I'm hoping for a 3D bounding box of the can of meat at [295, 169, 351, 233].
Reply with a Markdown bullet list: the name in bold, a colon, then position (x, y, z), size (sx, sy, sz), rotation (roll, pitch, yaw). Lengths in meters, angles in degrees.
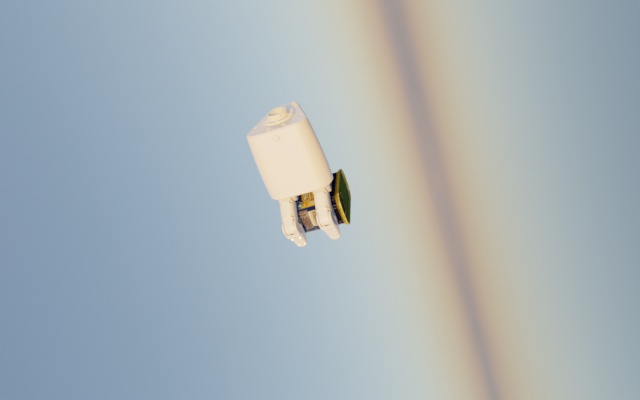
- **can of meat**: position (0.000, 0.003, 0.759), size (0.084, 0.057, 0.102), rotation (-14, 32, 14)
